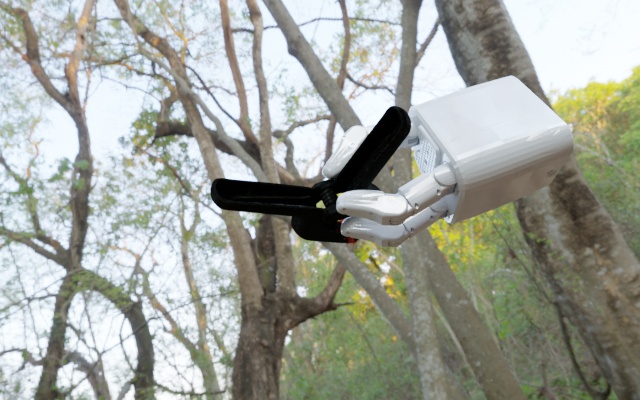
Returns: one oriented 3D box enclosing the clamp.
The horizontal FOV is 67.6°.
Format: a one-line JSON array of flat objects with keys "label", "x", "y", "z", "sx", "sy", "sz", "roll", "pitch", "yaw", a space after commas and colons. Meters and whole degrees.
[{"label": "clamp", "x": 0.000, "y": 0.001, "z": 0.446, "sx": 0.164, "sy": 0.036, "sz": 0.210, "roll": -18, "pitch": -25, "yaw": -2}]
